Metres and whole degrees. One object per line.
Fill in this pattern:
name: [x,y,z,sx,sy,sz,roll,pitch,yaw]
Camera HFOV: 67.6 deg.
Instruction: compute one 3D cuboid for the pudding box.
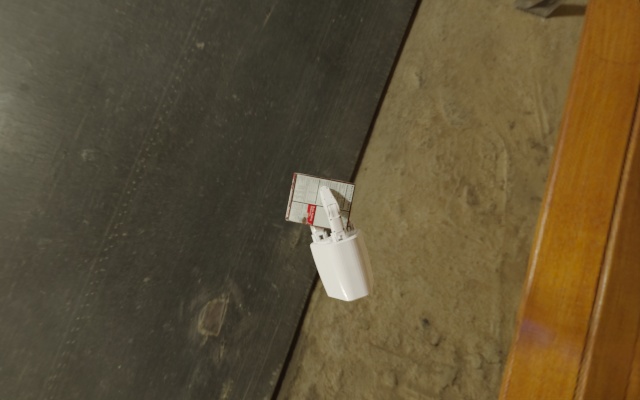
pudding box: [0.000,0.003,0.860,0.113,0.090,0.039,11,1,-8]
